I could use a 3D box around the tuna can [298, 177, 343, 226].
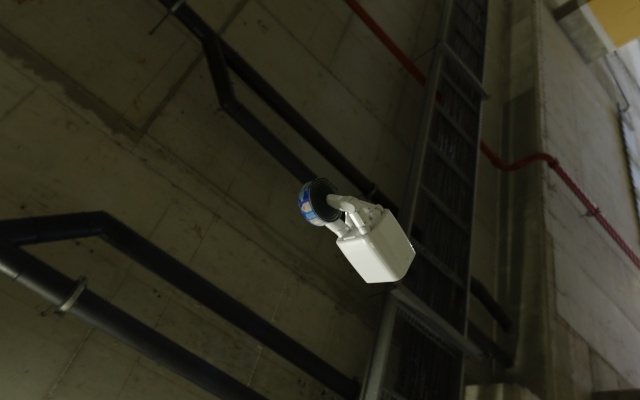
[{"bbox_3d":[0.000,0.003,0.871,0.034,0.086,0.086,-21,-14,41],"label":"tuna can"}]
